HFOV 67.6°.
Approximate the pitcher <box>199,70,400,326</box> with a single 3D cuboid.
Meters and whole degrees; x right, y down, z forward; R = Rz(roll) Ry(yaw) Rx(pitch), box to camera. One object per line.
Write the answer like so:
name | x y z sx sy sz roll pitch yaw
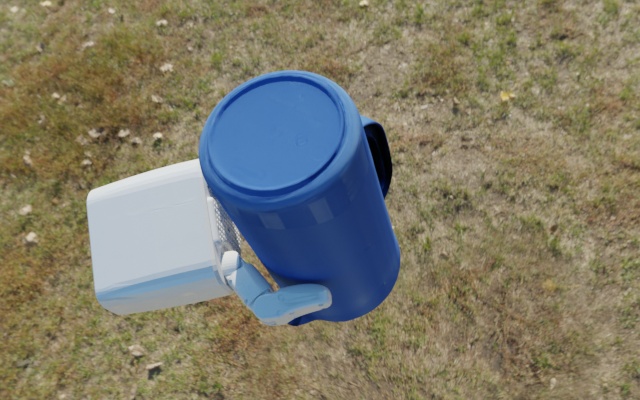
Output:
pitcher | 0.000 0.001 0.405 0.145 0.149 0.243 -13 -29 5
